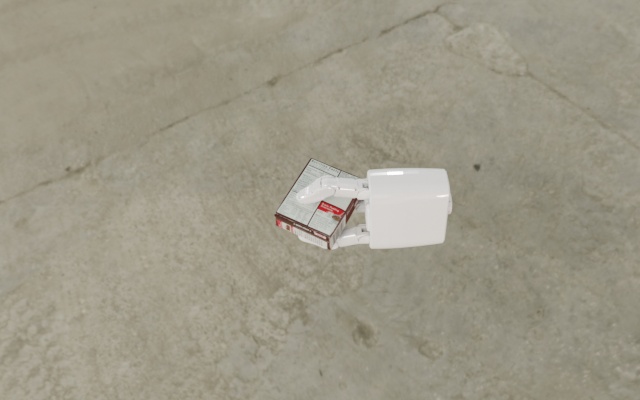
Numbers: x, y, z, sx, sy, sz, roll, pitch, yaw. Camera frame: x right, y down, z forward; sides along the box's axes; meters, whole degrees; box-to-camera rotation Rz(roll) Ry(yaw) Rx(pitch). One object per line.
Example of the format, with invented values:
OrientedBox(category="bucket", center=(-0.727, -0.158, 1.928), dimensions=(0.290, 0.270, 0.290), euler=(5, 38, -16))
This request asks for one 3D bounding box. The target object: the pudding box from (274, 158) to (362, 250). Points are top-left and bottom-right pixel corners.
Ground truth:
OrientedBox(category="pudding box", center=(0.000, 0.002, 0.681), dimensions=(0.090, 0.113, 0.039), euler=(23, -31, 16))
